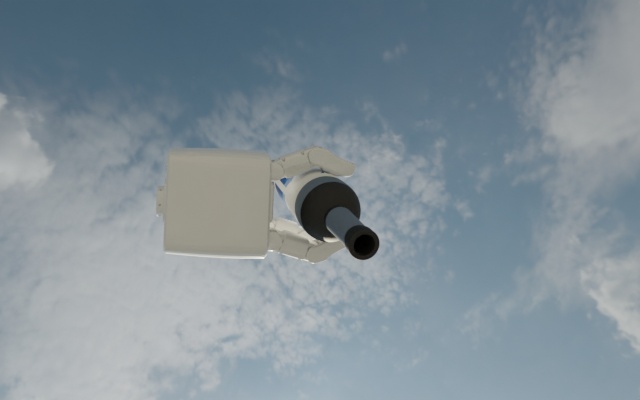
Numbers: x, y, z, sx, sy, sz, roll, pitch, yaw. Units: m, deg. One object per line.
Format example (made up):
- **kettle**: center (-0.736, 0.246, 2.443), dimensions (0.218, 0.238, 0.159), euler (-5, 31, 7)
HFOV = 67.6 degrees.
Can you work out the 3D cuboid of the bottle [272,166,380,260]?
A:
- **bottle**: center (0.000, 0.002, 0.535), dimensions (0.069, 0.069, 0.295), euler (0, 14, -15)
